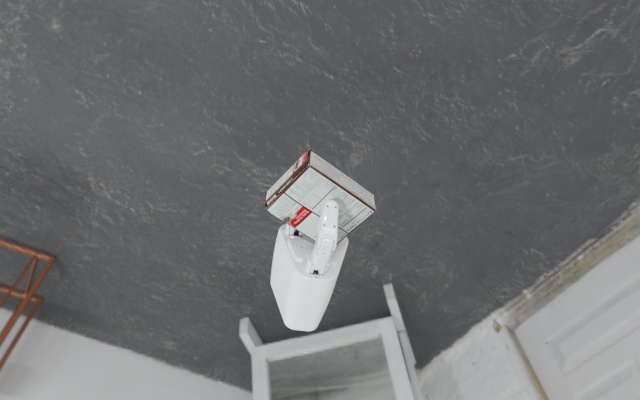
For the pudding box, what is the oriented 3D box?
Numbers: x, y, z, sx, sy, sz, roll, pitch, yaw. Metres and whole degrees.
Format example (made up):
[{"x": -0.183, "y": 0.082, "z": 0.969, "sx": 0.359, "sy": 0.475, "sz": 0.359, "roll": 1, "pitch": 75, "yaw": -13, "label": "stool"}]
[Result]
[{"x": 0.000, "y": 0.002, "z": 0.599, "sx": 0.113, "sy": 0.090, "sz": 0.039, "roll": 33, "pitch": 29, "yaw": -25, "label": "pudding box"}]
